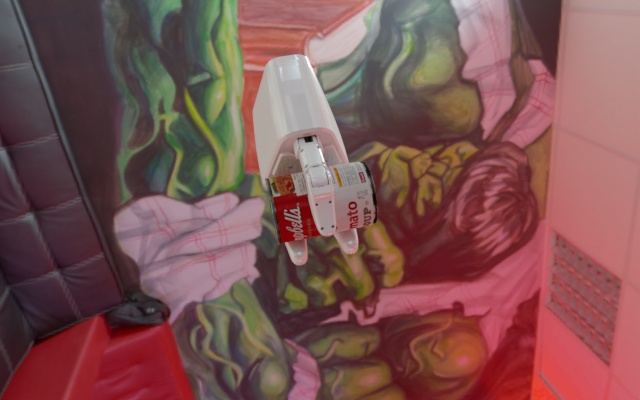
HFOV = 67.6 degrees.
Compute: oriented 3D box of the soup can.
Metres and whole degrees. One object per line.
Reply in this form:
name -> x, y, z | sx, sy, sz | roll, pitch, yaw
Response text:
soup can -> 0.000, 0.002, 0.485 | 0.102, 0.068, 0.068 | -11, 1, -7
